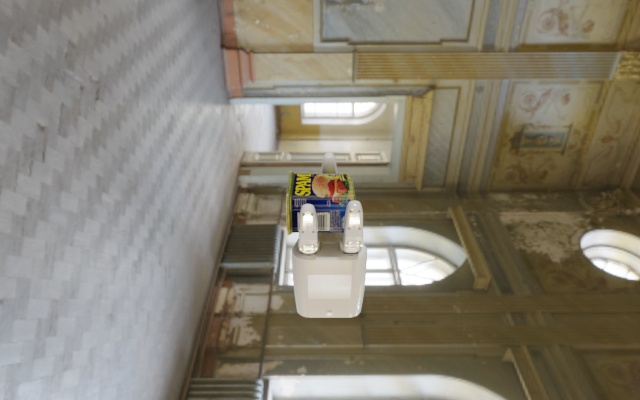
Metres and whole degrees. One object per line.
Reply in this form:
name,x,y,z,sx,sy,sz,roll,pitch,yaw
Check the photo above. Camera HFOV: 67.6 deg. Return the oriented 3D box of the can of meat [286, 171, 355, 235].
can of meat,0.000,0.002,0.618,0.084,0.057,0.102,0,25,0
